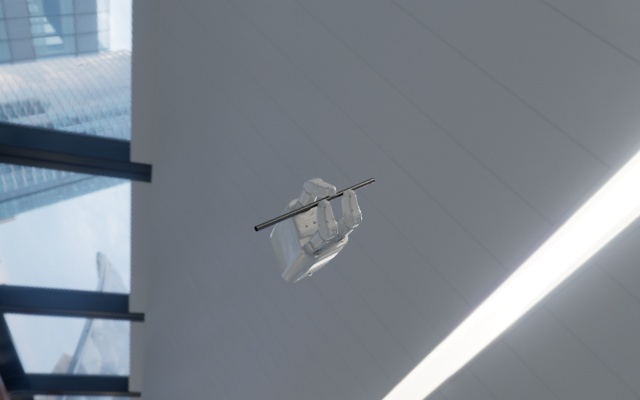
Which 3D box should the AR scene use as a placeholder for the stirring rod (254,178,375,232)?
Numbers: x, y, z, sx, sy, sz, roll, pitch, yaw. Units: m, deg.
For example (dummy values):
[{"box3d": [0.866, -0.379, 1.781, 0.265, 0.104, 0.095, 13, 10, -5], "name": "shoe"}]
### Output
[{"box3d": [0.000, 0.002, 0.724, 0.239, 0.011, 0.011, -22, 14, -38], "name": "stirring rod"}]
